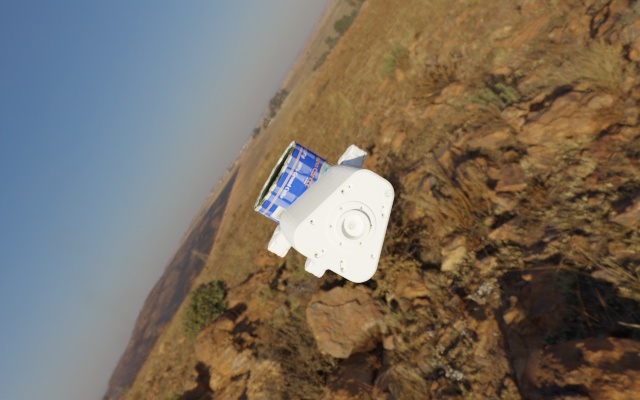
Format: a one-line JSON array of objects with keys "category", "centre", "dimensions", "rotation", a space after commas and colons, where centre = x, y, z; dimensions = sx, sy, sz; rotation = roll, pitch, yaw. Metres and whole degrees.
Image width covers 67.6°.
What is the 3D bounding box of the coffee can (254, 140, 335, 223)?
[{"category": "coffee can", "centre": [0.000, 0.002, 0.619], "dimensions": [0.140, 0.103, 0.103], "rotation": [30, -7, -11]}]
